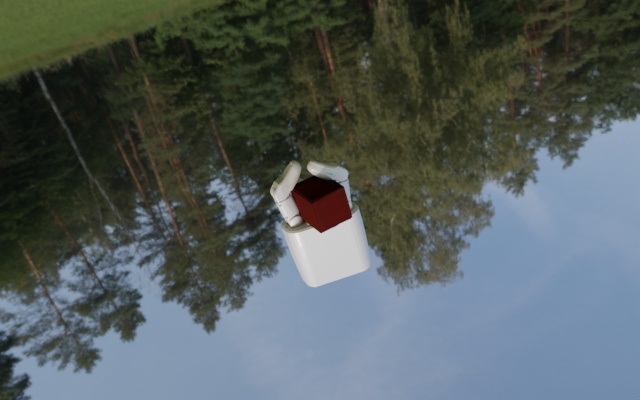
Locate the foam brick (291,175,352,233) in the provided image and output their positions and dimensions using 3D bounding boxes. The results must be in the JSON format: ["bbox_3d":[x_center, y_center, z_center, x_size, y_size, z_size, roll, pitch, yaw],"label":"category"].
[{"bbox_3d":[0.000,0.002,0.669,0.053,0.051,0.078,-25,26,-17],"label":"foam brick"}]
